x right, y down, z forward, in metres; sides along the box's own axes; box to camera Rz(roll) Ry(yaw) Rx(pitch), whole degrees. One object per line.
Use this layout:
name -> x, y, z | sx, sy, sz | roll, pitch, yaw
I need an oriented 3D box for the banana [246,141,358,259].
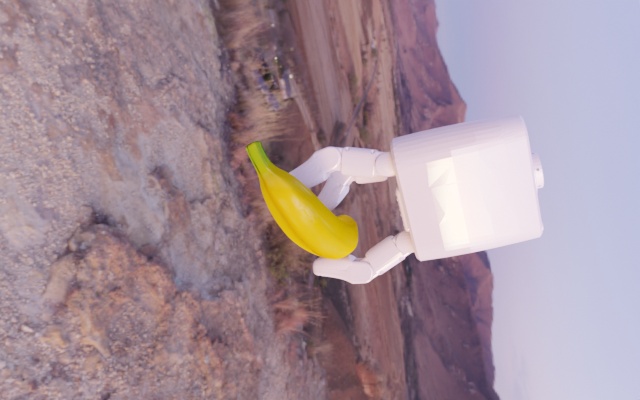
banana -> 0.001, 0.017, 0.410 | 0.037, 0.069, 0.198 | -16, -26, 16
